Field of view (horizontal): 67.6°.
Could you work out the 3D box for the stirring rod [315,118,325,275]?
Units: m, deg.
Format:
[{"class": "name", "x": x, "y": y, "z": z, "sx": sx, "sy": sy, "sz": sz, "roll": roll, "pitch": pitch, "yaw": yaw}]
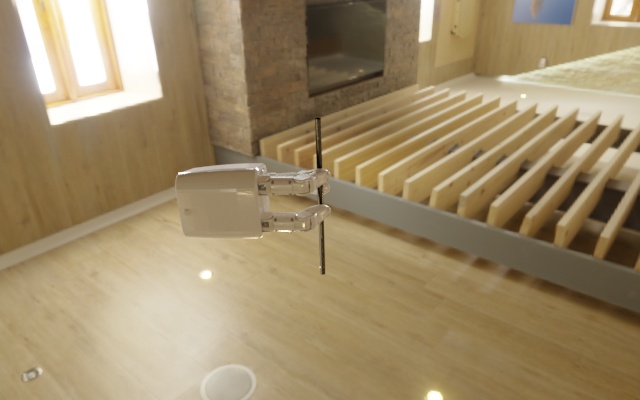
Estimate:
[{"class": "stirring rod", "x": 0.000, "y": 0.002, "z": 0.669, "sx": 0.011, "sy": 0.240, "sz": 0.011, "roll": -1, "pitch": 26, "yaw": 1}]
